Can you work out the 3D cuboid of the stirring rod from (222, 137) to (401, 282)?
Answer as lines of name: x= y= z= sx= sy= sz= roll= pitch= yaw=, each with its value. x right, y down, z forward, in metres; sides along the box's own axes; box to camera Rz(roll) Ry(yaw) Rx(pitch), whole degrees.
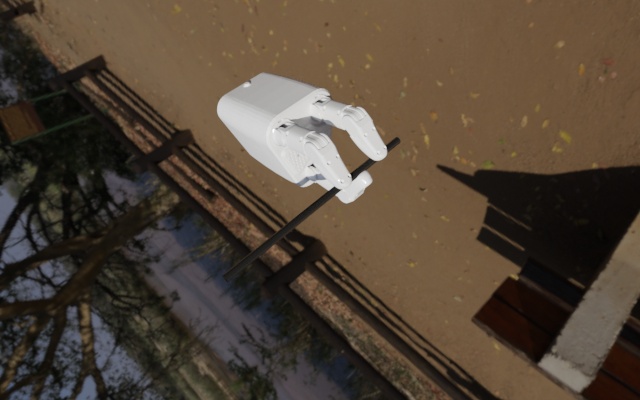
stirring rod: x=0.000 y=0.001 z=0.476 sx=0.239 sy=0.011 sz=0.011 roll=-39 pitch=19 yaw=-25
